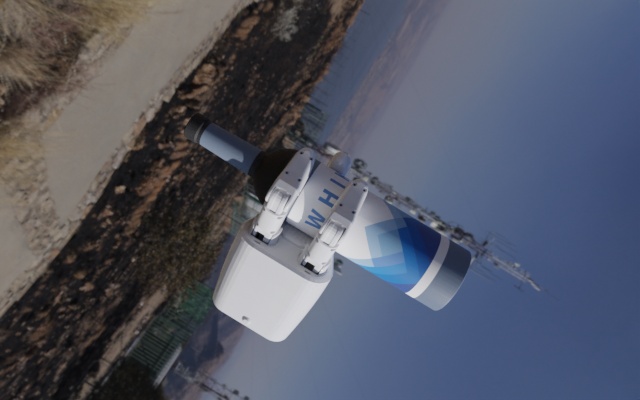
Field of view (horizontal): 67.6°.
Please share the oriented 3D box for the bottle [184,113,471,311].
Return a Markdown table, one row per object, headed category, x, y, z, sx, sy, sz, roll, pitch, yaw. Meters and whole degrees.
| category | x | y | z | sx | sy | sz | roll | pitch | yaw |
| --- | --- | --- | --- | --- | --- | --- | --- | --- | --- |
| bottle | 0.000 | 0.002 | 0.463 | 0.295 | 0.069 | 0.069 | 31 | 1 | 1 |
